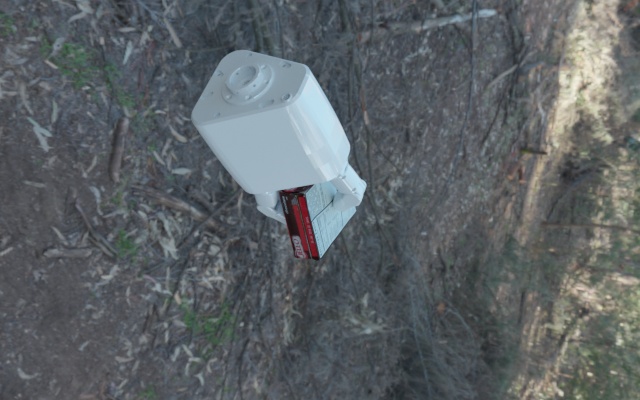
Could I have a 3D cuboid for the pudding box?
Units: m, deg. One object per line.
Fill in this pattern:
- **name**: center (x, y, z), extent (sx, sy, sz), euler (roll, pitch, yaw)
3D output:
- **pudding box**: center (0.000, 0.002, 0.556), extent (0.039, 0.090, 0.113), euler (6, 33, 29)
